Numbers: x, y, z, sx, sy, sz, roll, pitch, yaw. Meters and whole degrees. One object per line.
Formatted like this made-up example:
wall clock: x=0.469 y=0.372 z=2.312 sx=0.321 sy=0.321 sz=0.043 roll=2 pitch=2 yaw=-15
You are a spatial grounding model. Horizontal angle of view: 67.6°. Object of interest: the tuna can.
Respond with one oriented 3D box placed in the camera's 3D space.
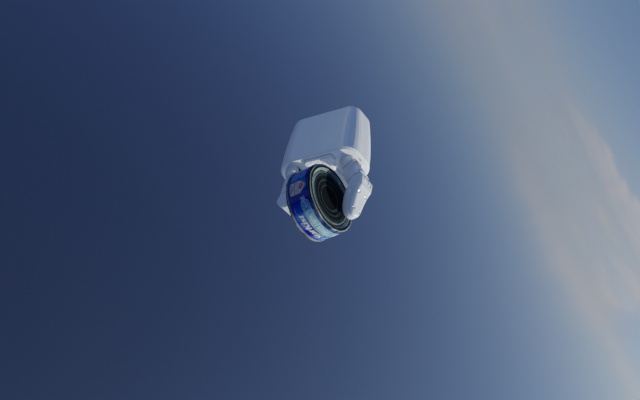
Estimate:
tuna can: x=0.001 y=0.002 z=0.549 sx=0.034 sy=0.086 sz=0.086 roll=-22 pitch=-12 yaw=30
